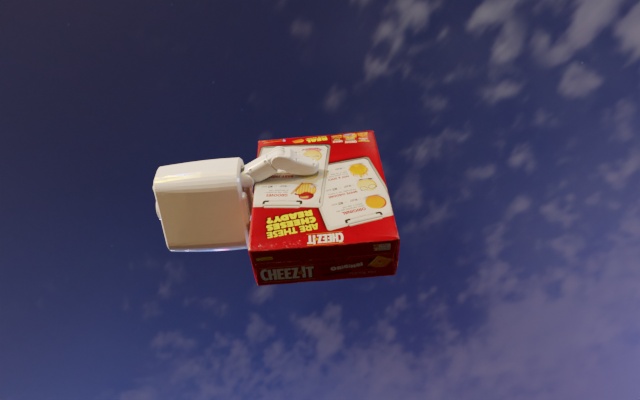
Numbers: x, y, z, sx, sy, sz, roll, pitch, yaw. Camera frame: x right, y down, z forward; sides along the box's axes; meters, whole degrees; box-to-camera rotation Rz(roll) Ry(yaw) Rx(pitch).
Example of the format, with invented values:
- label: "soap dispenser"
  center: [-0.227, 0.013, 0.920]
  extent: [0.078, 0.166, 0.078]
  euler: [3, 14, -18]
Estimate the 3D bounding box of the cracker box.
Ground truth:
- label: "cracker box"
  center: [0.000, 0.002, 0.604]
  extent: [0.164, 0.072, 0.213]
  euler: [-5, 41, 0]
